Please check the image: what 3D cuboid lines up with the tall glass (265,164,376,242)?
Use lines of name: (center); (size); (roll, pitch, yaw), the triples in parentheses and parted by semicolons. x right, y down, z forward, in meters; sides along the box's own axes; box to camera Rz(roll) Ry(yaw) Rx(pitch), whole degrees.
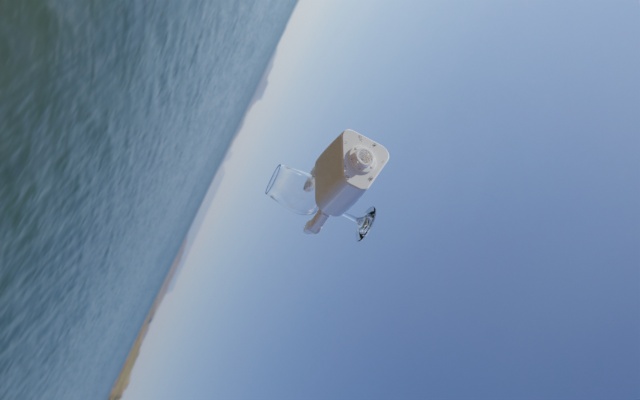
tall glass: (0.001, 0.003, 0.895); (0.201, 0.079, 0.079); (26, -6, -12)
